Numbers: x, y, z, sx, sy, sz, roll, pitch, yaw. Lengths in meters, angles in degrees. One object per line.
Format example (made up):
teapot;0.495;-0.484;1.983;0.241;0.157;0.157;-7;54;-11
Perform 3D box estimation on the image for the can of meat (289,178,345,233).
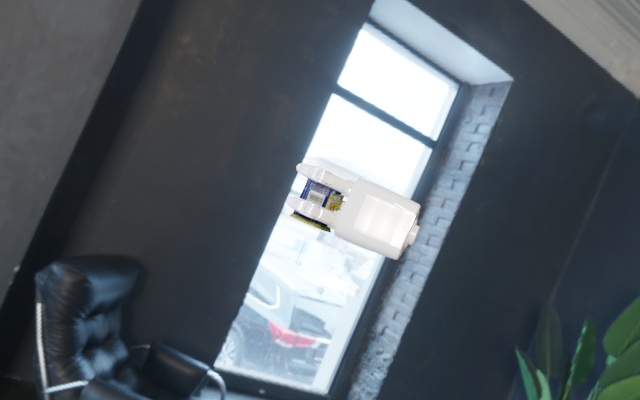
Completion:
can of meat;0.000;0.002;0.795;0.057;0.084;0.102;23;-1;17
